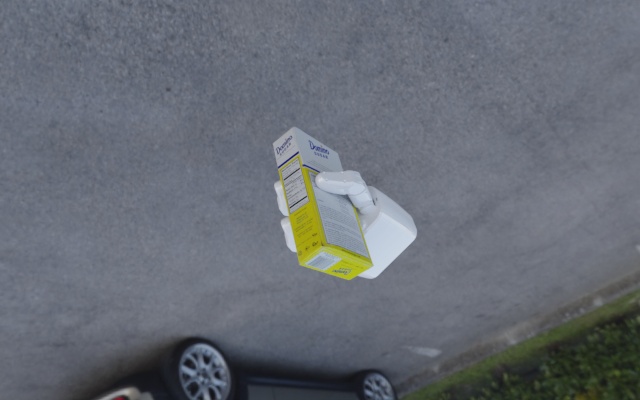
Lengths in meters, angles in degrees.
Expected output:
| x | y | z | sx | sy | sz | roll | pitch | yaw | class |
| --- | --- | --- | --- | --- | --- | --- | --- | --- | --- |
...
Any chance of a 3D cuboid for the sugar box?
| x | y | z | sx | sy | sz | roll | pitch | yaw | class |
| --- | --- | --- | --- | --- | --- | --- | --- | --- | --- |
| 0.000 | 0.002 | 0.579 | 0.048 | 0.176 | 0.093 | -36 | -39 | 25 | sugar box |
